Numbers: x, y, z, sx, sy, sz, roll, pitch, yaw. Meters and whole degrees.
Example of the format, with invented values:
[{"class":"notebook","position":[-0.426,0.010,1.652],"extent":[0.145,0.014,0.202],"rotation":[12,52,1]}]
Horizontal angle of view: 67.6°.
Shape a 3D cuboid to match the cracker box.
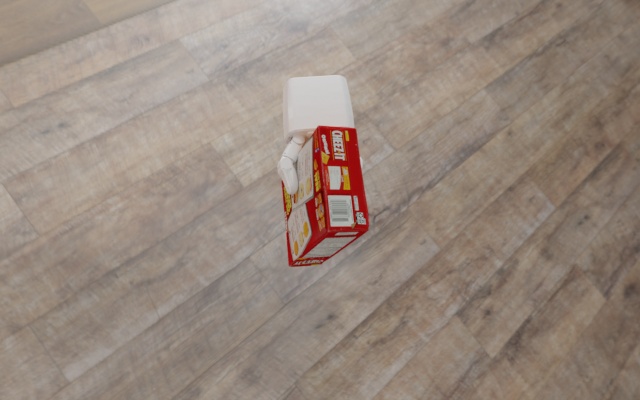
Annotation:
[{"class":"cracker box","position":[0.000,0.002,0.766],"extent":[0.072,0.164,0.214],"rotation":[1,-20,-19]}]
